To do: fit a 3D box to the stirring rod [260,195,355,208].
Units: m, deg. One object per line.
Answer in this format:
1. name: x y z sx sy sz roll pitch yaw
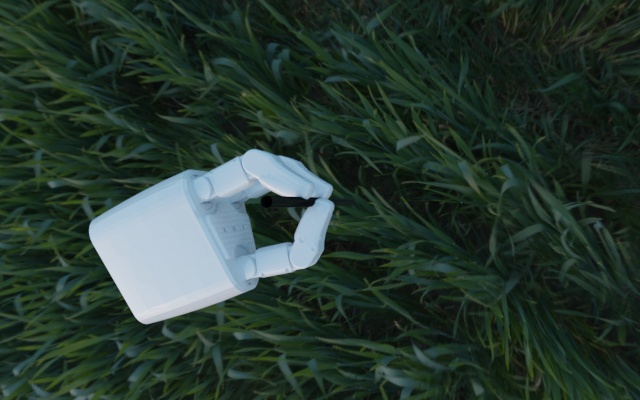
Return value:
1. stirring rod: 0.000 0.001 0.414 0.011 0.011 0.239 0 0 16
